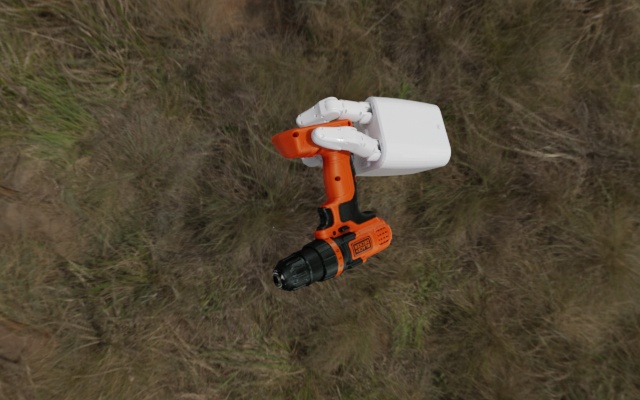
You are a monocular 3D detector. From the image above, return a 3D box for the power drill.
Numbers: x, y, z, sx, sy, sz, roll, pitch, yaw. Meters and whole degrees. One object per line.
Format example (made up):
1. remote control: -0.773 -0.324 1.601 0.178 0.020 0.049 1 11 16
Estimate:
1. power drill: 0.000 0.001 0.592 0.184 0.187 0.057 -20 9 -39
